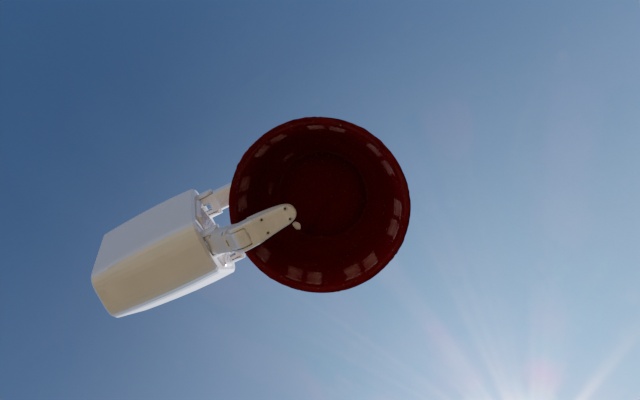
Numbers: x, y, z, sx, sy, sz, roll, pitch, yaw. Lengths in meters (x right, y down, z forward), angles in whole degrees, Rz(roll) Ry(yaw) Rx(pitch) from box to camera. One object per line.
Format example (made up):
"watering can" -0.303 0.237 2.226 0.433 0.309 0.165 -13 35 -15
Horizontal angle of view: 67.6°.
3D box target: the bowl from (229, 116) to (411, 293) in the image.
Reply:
"bowl" 0.001 0.001 0.447 0.162 0.162 0.055 0 14 4
